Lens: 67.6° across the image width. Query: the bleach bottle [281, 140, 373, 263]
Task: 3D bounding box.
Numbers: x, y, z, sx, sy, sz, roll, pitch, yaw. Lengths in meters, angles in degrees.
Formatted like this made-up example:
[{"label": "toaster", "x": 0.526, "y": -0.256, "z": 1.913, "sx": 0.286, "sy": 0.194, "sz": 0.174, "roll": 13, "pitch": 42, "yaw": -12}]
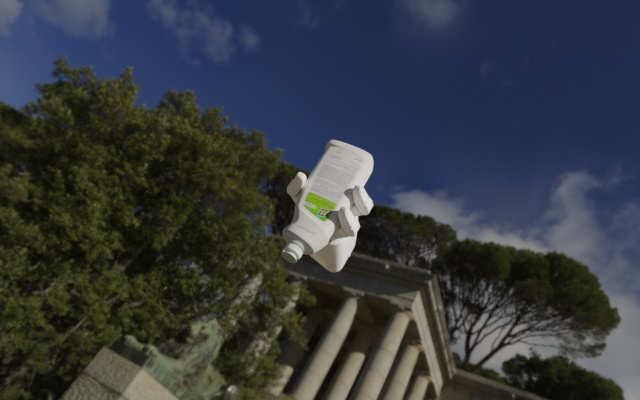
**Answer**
[{"label": "bleach bottle", "x": 0.000, "y": 0.003, "z": 0.843, "sx": 0.102, "sy": 0.250, "sz": 0.068, "roll": 22, "pitch": -35, "yaw": 18}]
